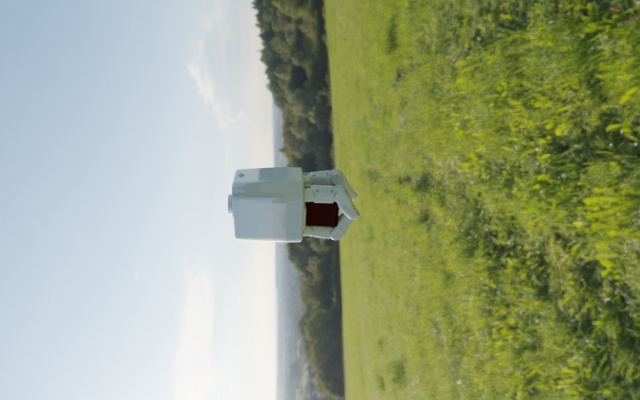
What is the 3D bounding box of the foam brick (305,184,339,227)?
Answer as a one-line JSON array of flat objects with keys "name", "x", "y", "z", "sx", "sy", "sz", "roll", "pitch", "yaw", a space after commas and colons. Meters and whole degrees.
[{"name": "foam brick", "x": 0.000, "y": 0.003, "z": 0.773, "sx": 0.051, "sy": 0.053, "sz": 0.078, "roll": 2, "pitch": 22, "yaw": -6}]
